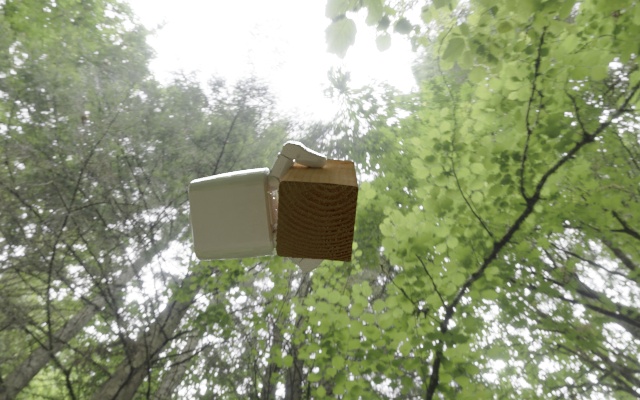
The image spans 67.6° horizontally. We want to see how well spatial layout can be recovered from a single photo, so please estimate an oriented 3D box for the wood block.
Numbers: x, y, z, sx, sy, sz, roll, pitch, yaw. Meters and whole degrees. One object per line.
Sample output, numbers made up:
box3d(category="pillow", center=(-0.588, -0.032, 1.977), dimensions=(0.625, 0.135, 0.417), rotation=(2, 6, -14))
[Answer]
box3d(category="wood block", center=(0.000, 0.002, 0.634), dimensions=(0.090, 0.091, 0.206), rotation=(4, 13, 1))
